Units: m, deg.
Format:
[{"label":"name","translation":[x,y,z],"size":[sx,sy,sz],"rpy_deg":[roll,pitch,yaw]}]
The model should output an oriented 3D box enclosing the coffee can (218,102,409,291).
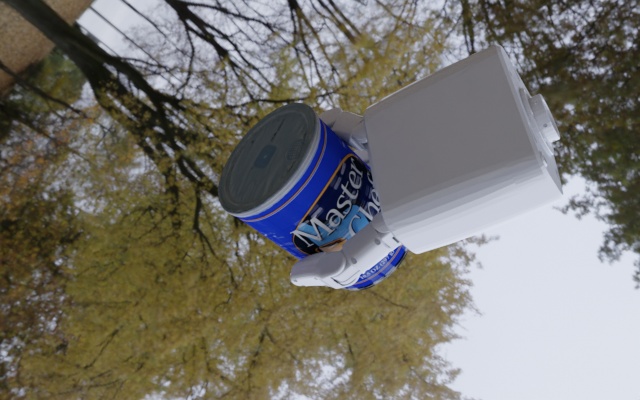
[{"label":"coffee can","translation":[0.000,0.001,0.406],"size":[0.103,0.102,0.140],"rpy_deg":[0,-31,47]}]
